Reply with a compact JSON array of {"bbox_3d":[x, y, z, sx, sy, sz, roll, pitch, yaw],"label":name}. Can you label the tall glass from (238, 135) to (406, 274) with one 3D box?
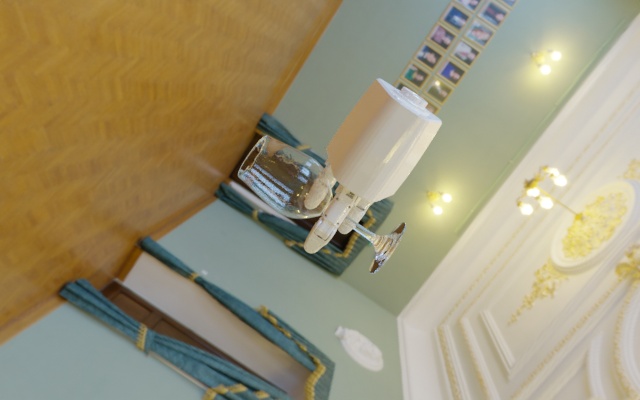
[{"bbox_3d":[0.001,0.002,0.578,0.201,0.079,0.079,34,-1,-1],"label":"tall glass"}]
